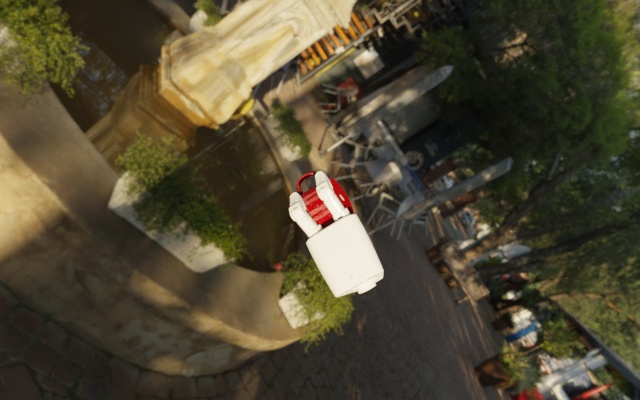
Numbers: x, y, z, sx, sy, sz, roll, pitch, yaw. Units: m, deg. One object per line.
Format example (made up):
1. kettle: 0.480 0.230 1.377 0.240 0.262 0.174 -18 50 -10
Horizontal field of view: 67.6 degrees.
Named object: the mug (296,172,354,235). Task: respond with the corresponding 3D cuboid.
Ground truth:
1. mug: 0.000 0.001 0.849 0.081 0.117 0.093 -32 -17 15
